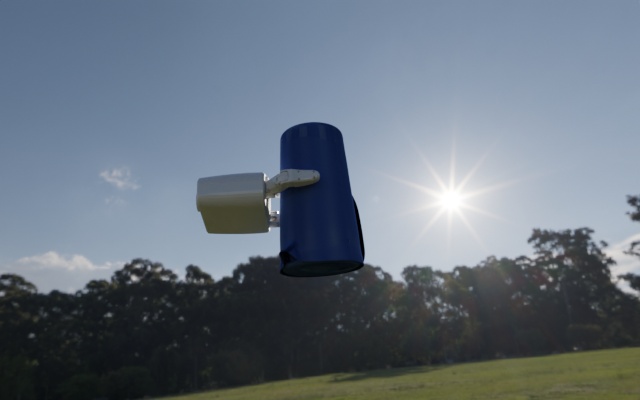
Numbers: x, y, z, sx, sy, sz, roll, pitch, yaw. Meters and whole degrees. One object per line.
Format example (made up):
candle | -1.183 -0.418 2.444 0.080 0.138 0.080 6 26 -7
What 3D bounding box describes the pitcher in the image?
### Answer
pitcher | 0.000 0.003 0.790 0.145 0.242 0.149 -4 -19 -2
